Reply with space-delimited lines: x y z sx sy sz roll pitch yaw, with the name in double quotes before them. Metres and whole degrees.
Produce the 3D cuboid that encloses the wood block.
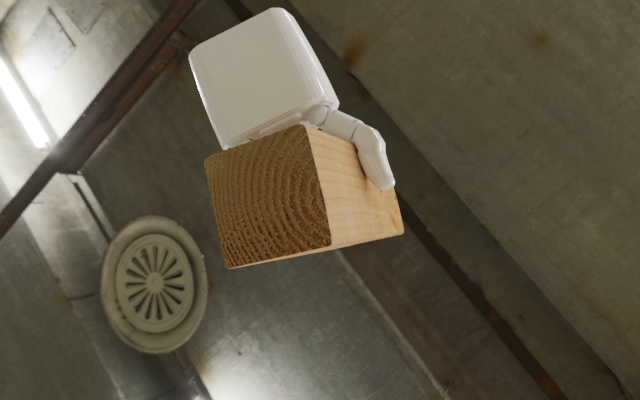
"wood block" 0.000 0.001 0.436 0.091 0.090 0.206 -16 -7 22
